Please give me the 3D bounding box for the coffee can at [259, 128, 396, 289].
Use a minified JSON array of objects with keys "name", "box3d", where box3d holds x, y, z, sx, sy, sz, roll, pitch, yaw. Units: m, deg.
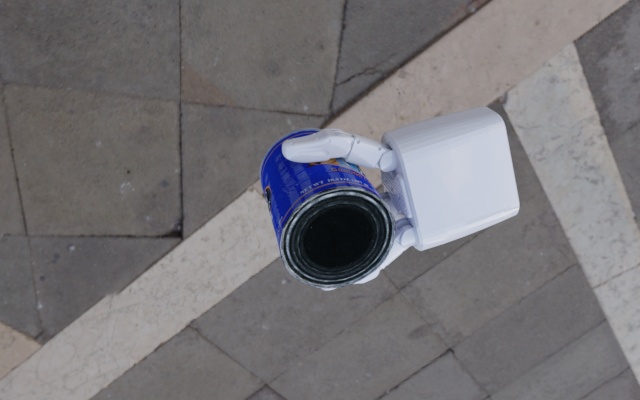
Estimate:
[{"name":"coffee can","box3d":[0.000,0.001,0.464,0.103,0.103,0.140,0,28,-15]}]
